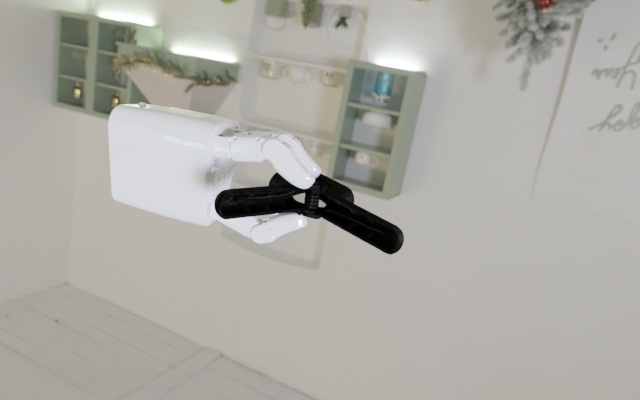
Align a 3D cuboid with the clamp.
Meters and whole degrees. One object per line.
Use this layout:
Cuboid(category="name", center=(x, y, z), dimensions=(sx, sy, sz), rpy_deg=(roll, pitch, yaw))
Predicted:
Cuboid(category="clamp", center=(0.000, 0.002, 0.492), dimensions=(0.164, 0.036, 0.210), rpy_deg=(15, 13, 3))
